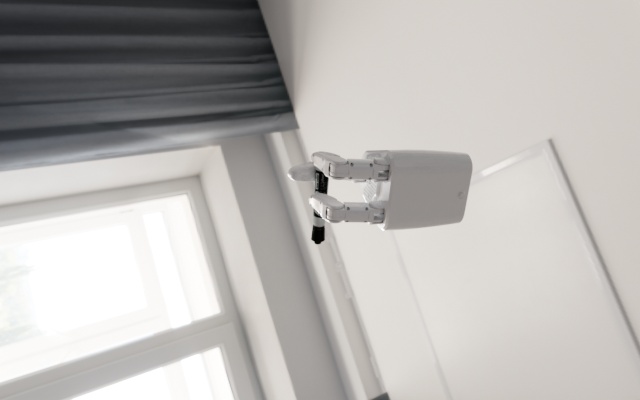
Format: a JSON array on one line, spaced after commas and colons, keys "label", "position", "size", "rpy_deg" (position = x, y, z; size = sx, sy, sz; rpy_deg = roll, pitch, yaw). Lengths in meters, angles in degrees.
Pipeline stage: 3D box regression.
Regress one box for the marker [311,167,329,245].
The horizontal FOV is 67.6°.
[{"label": "marker", "position": [0.000, 0.002, 0.617], "size": [0.020, 0.121, 0.020], "rpy_deg": [3, 23, -1]}]
